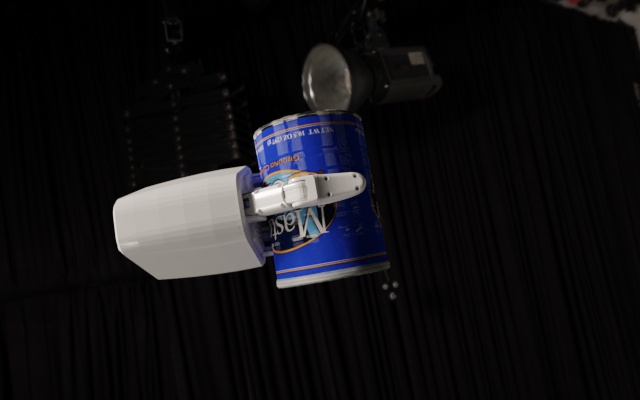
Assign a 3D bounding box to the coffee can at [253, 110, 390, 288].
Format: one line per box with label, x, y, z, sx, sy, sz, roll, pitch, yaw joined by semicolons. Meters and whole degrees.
coffee can;0.000;0.002;0.437;0.103;0.140;0.103;-10;-7;-1
